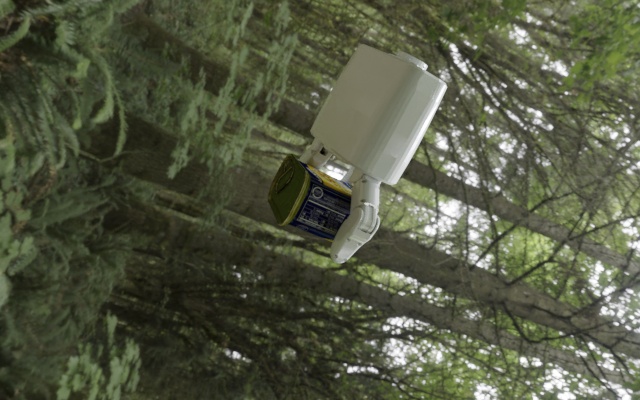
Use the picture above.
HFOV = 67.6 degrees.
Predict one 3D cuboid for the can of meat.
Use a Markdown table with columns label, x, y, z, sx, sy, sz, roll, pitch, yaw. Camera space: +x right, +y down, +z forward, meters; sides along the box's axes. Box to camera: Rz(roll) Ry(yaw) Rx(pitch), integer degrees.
| label | x | y | z | sx | sy | sz | roll | pitch | yaw |
| --- | --- | --- | --- | --- | --- | --- | --- | --- | --- |
| can of meat | 0.000 | 0.002 | 0.488 | 0.084 | 0.057 | 0.102 | 23 | 11 | -21 |
